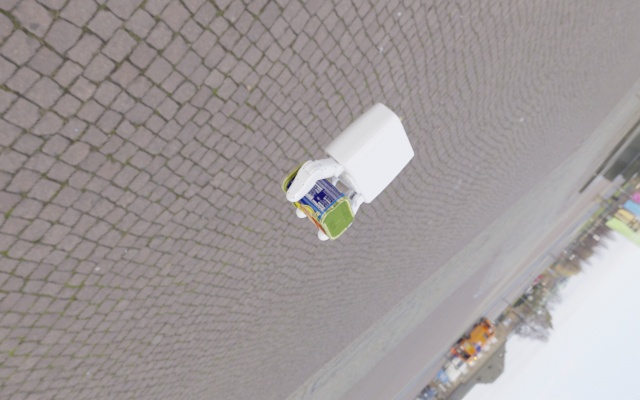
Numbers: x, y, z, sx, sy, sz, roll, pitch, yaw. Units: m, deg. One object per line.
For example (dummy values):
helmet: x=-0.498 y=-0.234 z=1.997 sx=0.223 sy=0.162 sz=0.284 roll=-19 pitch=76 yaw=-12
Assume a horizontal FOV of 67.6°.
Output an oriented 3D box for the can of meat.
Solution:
can of meat: x=0.000 y=0.002 z=0.691 sx=0.084 sy=0.057 sz=0.102 roll=43 pitch=-9 yaw=24
